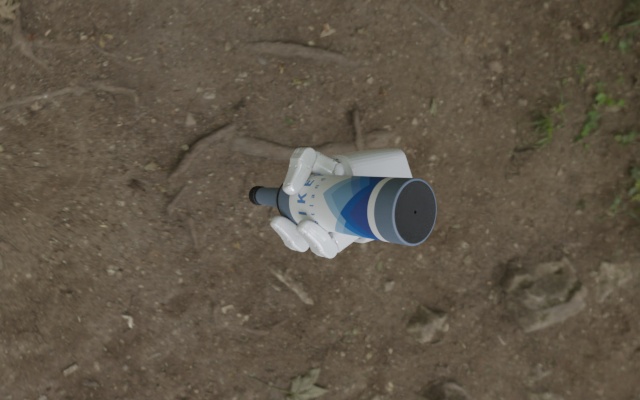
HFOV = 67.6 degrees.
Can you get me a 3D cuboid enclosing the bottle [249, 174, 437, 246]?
[{"bbox_3d":[0.000,0.002,0.577,0.069,0.069,0.295,0,4,-39],"label":"bottle"}]
